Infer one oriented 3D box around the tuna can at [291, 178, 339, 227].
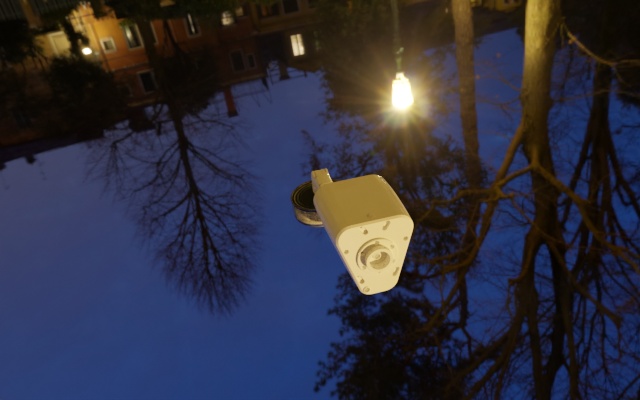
[{"bbox_3d":[0.000,0.003,0.716,0.086,0.034,0.086,-7,33,5],"label":"tuna can"}]
